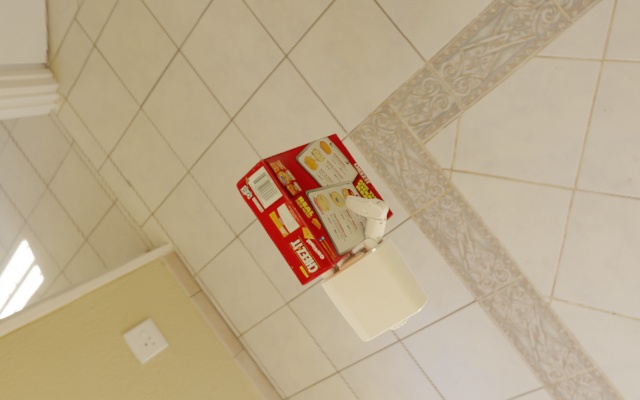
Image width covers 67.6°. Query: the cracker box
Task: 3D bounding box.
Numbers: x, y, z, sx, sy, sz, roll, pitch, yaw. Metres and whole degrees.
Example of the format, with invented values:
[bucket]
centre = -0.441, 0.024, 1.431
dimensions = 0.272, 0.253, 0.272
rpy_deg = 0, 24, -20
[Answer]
[cracker box]
centre = 0.000, 0.002, 0.694
dimensions = 0.072, 0.164, 0.213
rpy_deg = -36, -3, 32
